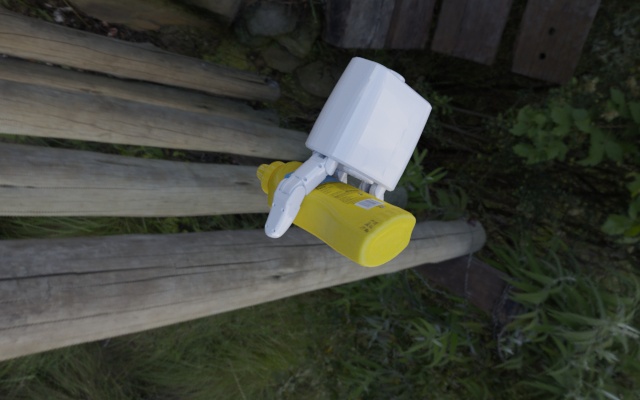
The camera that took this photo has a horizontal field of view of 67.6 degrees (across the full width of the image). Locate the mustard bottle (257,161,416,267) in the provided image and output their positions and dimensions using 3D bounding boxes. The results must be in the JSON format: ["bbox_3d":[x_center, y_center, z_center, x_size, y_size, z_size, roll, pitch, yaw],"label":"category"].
[{"bbox_3d":[0.000,0.002,0.521,0.191,0.058,0.096,29,27,33],"label":"mustard bottle"}]
